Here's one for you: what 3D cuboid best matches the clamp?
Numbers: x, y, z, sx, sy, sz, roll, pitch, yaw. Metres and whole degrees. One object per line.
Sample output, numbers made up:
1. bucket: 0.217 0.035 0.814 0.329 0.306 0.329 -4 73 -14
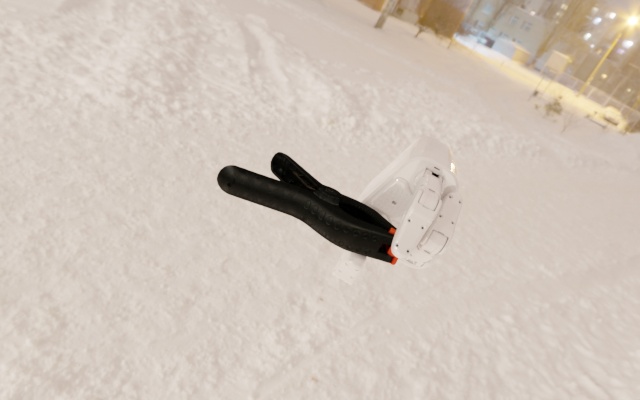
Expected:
1. clamp: 0.000 0.001 0.447 0.171 0.039 0.120 28 26 3
